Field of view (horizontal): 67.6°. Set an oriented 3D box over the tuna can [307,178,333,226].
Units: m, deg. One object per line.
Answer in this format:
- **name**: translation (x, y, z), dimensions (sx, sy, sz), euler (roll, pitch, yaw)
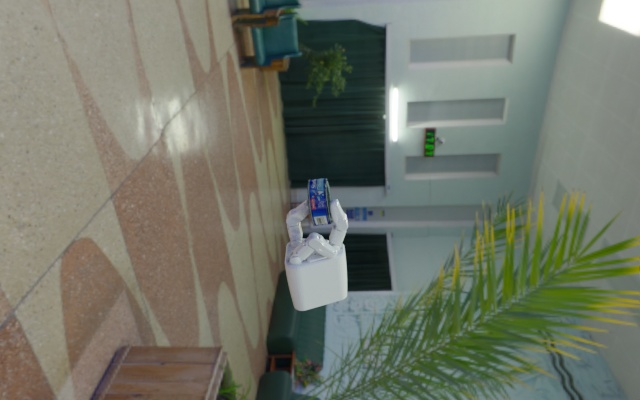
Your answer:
- **tuna can**: translation (0.001, 0.003, 0.867), dimensions (0.034, 0.086, 0.086), euler (-6, -1, 6)
